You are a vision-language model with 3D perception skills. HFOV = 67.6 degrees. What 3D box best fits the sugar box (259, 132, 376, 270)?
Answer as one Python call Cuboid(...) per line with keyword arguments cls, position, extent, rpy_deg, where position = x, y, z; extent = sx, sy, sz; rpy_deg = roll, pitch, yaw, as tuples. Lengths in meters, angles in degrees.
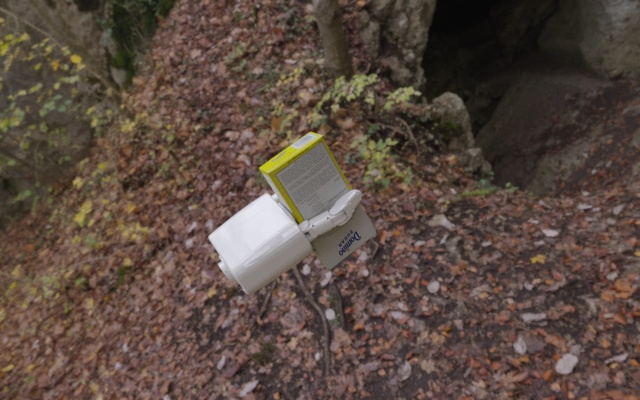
Cuboid(cls="sugar box", position=(0.000, 0.002, 0.676), extent=(0.093, 0.176, 0.048), rpy_deg=(-36, 28, -13))
